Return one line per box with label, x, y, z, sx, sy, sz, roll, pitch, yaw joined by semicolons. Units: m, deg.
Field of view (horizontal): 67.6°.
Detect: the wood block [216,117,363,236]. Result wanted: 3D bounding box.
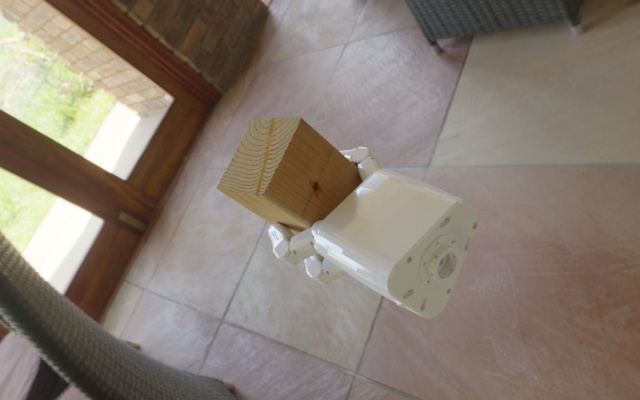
wood block;0.000;0.001;0.547;0.090;0.090;0.206;8;-23;47
